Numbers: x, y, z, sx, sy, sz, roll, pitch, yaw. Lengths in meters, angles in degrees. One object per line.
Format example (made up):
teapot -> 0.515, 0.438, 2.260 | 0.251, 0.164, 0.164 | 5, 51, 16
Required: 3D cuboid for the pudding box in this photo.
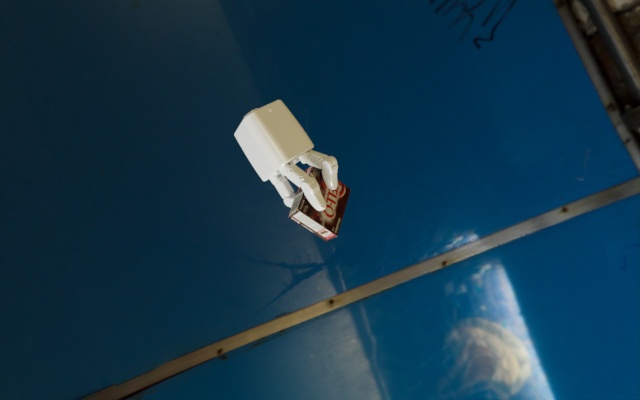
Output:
pudding box -> 0.000, 0.003, 0.855 | 0.090, 0.113, 0.039 | 34, -37, -20
